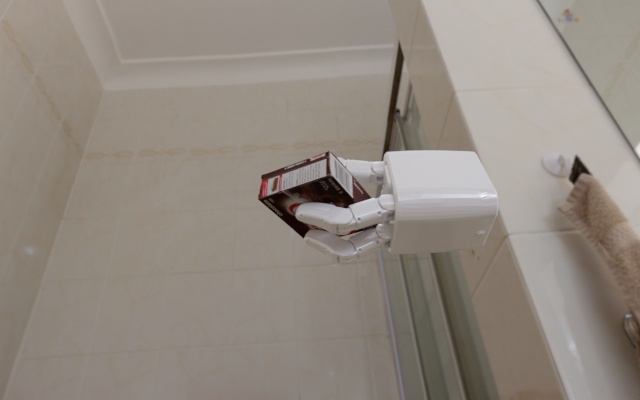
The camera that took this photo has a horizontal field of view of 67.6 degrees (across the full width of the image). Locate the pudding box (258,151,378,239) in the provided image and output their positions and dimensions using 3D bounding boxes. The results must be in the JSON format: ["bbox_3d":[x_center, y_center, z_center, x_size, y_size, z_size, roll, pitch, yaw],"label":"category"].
[{"bbox_3d":[0.000,0.002,0.529,0.090,0.039,0.113,-18,-42,25],"label":"pudding box"}]
